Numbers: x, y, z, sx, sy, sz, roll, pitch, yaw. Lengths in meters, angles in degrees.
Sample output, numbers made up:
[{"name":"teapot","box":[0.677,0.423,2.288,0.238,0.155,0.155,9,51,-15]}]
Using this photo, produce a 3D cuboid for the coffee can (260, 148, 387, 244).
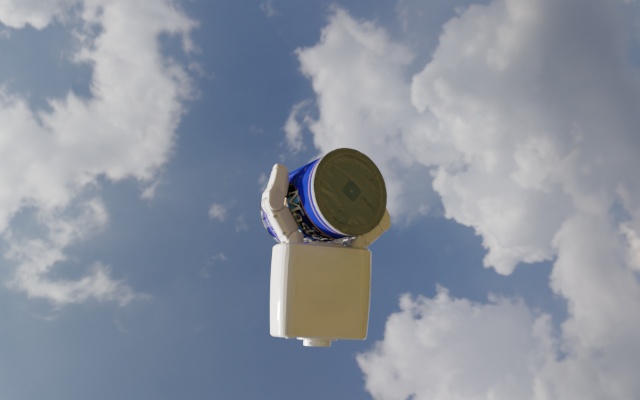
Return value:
[{"name":"coffee can","box":[0.000,0.002,0.602,0.103,0.103,0.140,0,-11,-32]}]
